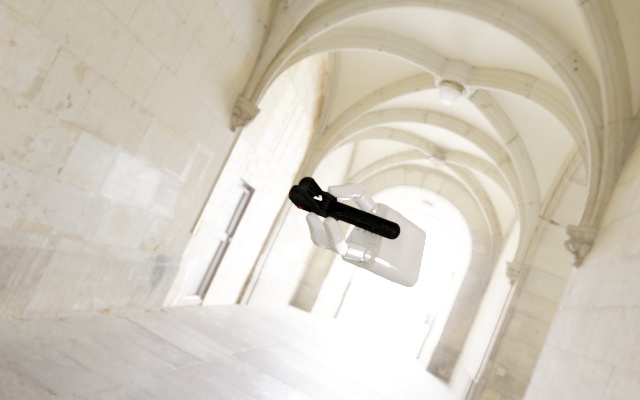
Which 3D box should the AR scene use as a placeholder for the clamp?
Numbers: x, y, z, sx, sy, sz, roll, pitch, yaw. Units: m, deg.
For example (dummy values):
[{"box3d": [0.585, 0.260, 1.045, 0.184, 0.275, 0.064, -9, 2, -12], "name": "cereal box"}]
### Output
[{"box3d": [0.000, 0.002, 0.712, 0.164, 0.036, 0.210, 30, -8, -30], "name": "clamp"}]
